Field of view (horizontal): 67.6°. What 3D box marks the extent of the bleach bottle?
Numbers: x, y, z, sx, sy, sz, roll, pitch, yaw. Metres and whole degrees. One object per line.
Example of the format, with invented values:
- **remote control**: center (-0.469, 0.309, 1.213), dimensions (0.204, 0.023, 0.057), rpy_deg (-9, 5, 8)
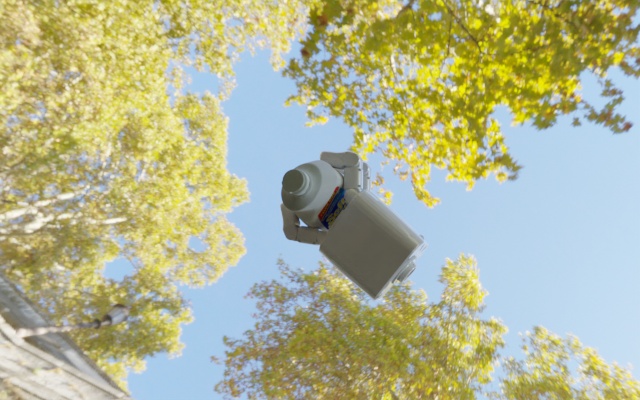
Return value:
- **bleach bottle**: center (0.000, 0.002, 0.685), dimensions (0.068, 0.102, 0.251), rpy_deg (42, 5, 19)
